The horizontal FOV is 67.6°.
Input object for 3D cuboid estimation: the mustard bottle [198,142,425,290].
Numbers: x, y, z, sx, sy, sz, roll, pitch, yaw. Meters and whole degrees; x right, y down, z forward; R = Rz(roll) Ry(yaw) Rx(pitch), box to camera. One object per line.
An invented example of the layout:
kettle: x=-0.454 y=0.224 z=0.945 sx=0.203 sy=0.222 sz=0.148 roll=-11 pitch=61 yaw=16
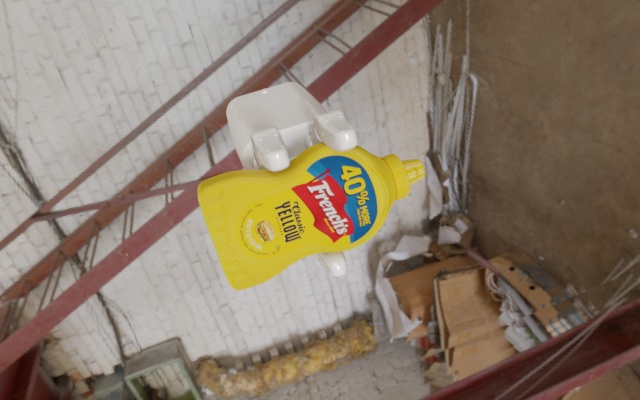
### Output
mustard bottle: x=0.000 y=0.002 z=0.412 sx=0.191 sy=0.096 sz=0.058 roll=-19 pitch=16 yaw=-10
